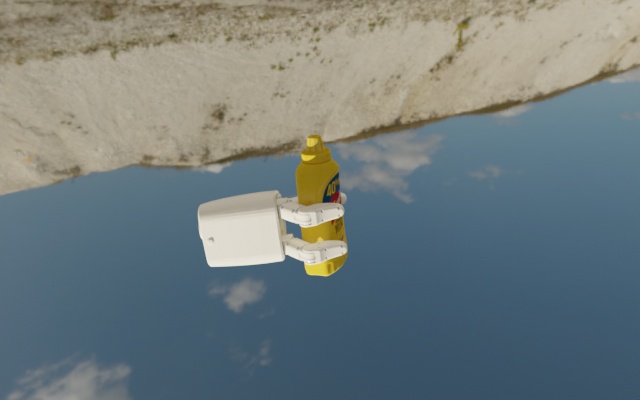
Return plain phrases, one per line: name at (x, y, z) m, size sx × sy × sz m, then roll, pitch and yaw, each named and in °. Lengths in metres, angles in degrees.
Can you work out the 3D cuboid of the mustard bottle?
mustard bottle at (0.000, 0.002, 0.674) m, size 0.058 × 0.192 × 0.096 m, roll 2°, pitch 23°, yaw 21°
